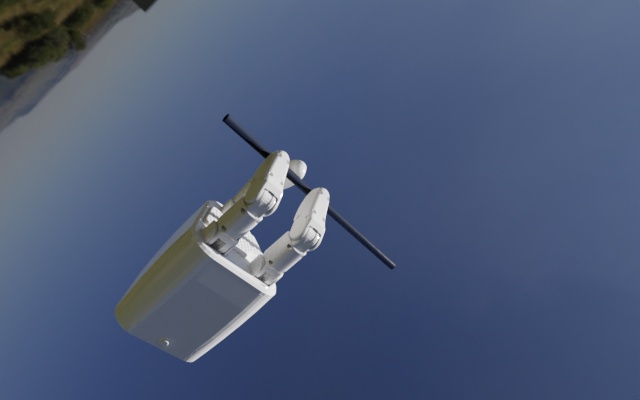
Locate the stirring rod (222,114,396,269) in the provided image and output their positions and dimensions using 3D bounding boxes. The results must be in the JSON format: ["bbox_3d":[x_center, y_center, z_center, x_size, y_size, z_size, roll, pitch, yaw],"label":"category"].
[{"bbox_3d":[0.000,0.001,0.450,0.240,0.011,0.011,42,-25,-31],"label":"stirring rod"}]
